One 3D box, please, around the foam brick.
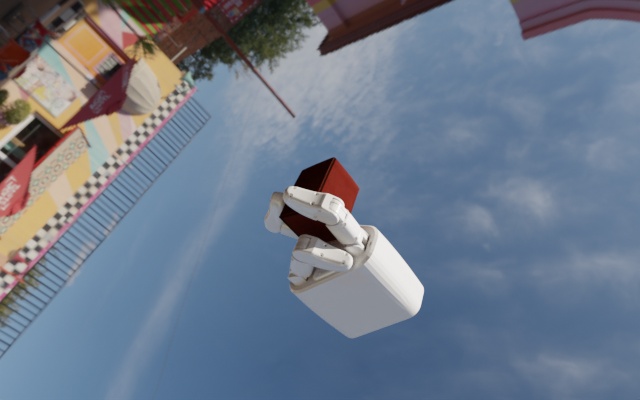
[{"bbox_3d":[0.000,0.001,0.529,0.053,0.078,0.051,-17,-53,41],"label":"foam brick"}]
